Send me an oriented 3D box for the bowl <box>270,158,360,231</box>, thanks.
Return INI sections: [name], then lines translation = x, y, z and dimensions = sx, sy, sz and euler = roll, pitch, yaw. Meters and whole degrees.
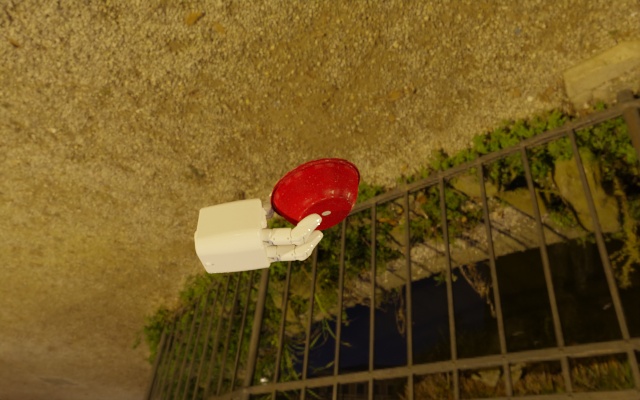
[bowl]
translation = 0.001, 0.002, 0.801
dimensions = 0.162, 0.055, 0.162
euler = -15, -34, -11
